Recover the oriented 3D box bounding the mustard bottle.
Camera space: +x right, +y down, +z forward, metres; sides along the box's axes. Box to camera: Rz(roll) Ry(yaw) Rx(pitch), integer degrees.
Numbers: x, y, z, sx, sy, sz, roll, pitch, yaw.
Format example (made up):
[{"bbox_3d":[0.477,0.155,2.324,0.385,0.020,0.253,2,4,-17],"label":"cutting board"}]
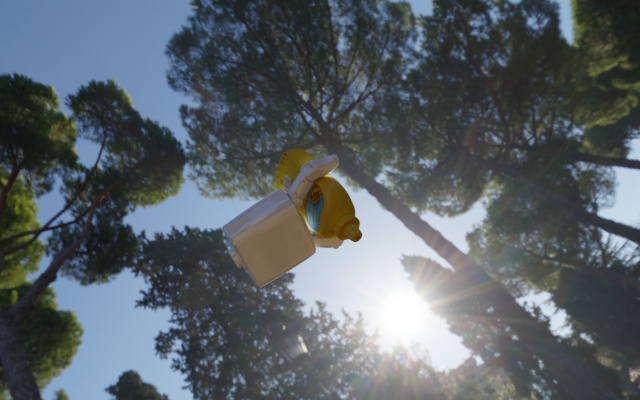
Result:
[{"bbox_3d":[0.000,0.002,0.741,0.058,0.096,0.191,-14,40,-32],"label":"mustard bottle"}]
